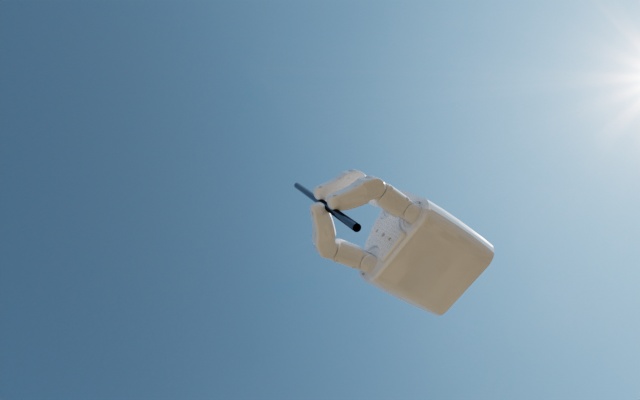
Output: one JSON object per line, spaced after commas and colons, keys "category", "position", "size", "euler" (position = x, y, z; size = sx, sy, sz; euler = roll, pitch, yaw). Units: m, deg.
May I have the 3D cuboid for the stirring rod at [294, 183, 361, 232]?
{"category": "stirring rod", "position": [0.000, 0.002, 0.528], "size": [0.011, 0.011, 0.239], "euler": [0, 11, -15]}
